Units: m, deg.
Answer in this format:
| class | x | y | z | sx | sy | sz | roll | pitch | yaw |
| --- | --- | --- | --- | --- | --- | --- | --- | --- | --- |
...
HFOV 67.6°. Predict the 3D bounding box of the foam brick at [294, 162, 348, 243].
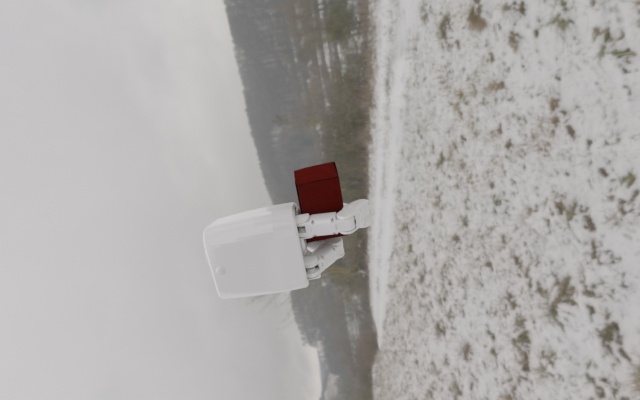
| class | x | y | z | sx | sy | sz | roll | pitch | yaw |
| --- | --- | --- | --- | --- | --- | --- | --- | --- | --- |
| foam brick | 0.000 | 0.002 | 0.569 | 0.051 | 0.078 | 0.053 | -10 | 23 | 0 |
